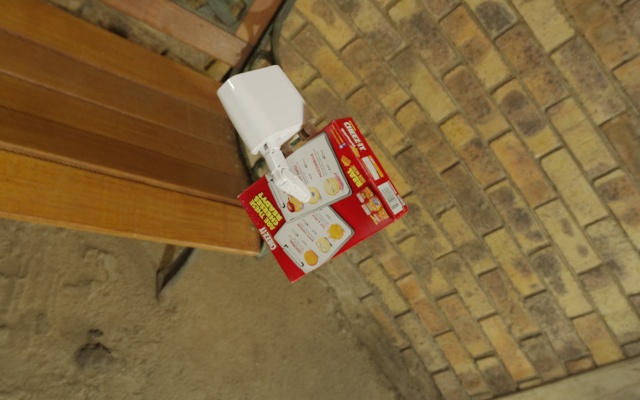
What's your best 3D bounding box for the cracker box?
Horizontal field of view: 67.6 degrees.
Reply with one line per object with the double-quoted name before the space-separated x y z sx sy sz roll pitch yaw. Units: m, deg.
"cracker box" 0.000 0.002 0.721 0.214 0.164 0.072 -35 -5 32
